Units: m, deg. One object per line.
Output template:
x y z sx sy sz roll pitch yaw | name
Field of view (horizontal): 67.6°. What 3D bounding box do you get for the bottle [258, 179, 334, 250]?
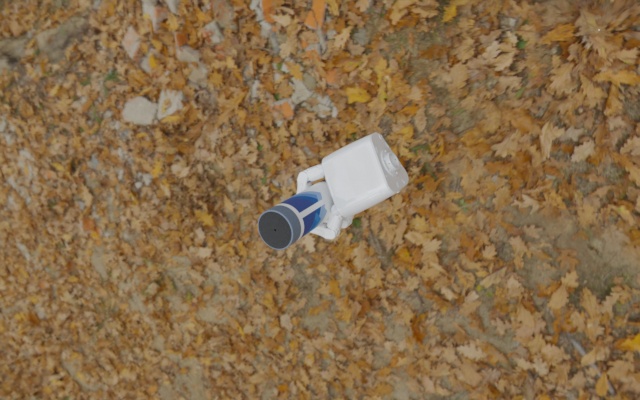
0.000 0.003 0.861 0.069 0.069 0.295 0 17 30 | bottle
